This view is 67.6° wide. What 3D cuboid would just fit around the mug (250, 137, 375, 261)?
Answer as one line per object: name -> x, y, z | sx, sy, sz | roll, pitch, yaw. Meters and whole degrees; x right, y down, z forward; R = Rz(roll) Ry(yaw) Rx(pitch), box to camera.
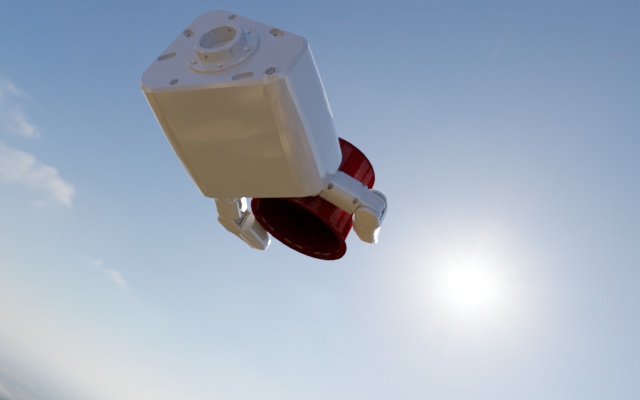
mug -> 0.001, 0.002, 0.438 | 0.093, 0.081, 0.117 | 16, -31, 24
